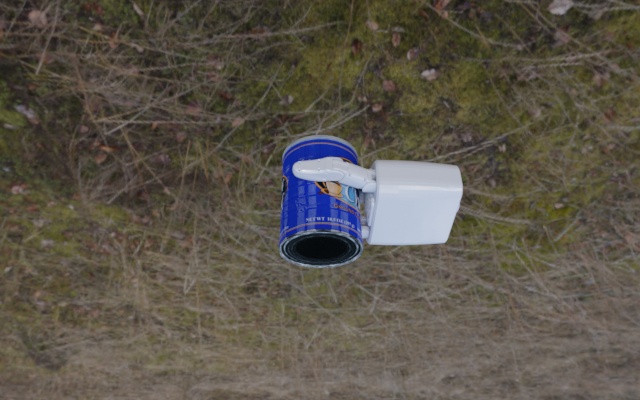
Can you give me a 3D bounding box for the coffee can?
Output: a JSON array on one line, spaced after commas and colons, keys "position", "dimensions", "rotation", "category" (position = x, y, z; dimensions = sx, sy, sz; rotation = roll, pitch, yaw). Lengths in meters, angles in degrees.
[{"position": [0.000, 0.002, 0.614], "dimensions": [0.103, 0.140, 0.103], "rotation": [0, -31, 0], "category": "coffee can"}]
